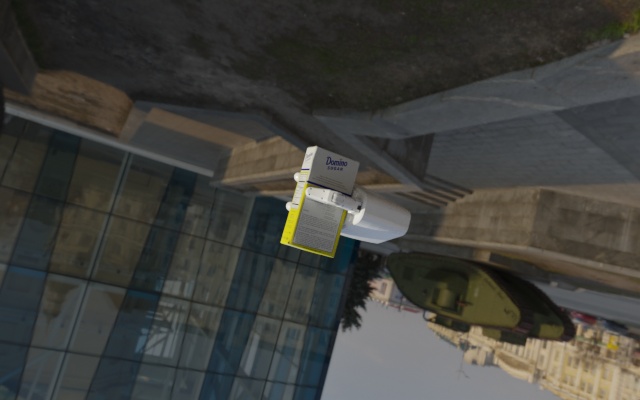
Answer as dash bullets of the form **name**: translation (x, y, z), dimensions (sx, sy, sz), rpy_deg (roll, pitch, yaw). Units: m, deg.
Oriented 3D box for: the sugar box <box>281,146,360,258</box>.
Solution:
- **sugar box**: translation (0.000, 0.003, 0.838), dimensions (0.093, 0.176, 0.048), rpy_deg (19, -8, -26)
